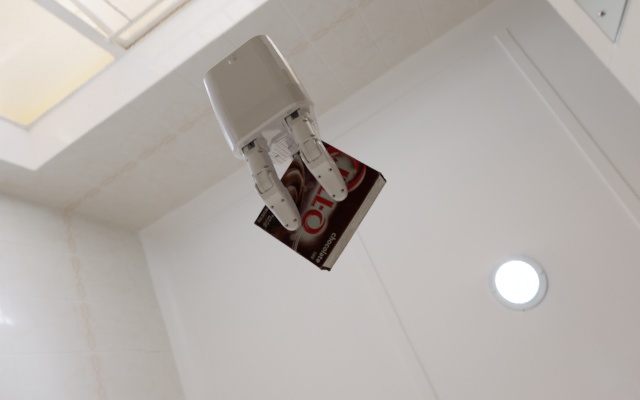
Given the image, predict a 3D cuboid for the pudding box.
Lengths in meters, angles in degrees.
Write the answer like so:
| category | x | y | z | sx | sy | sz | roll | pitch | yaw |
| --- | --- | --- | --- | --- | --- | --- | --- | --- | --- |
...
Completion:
| category | x | y | z | sx | sy | sz | roll | pitch | yaw |
| --- | --- | --- | --- | --- | --- | --- | --- | --- | --- |
| pudding box | 0.000 | 0.002 | 0.488 | 0.090 | 0.113 | 0.039 | 31 | 1 | 25 |
